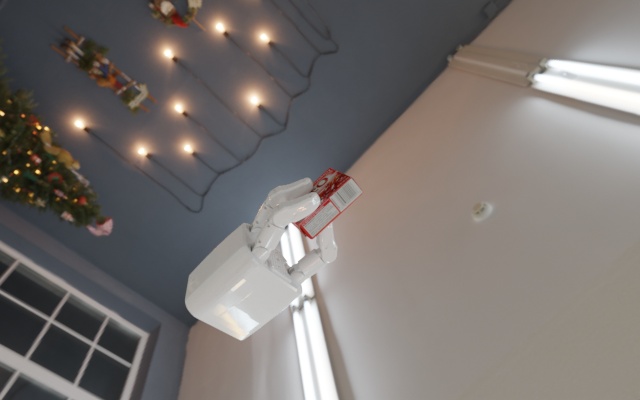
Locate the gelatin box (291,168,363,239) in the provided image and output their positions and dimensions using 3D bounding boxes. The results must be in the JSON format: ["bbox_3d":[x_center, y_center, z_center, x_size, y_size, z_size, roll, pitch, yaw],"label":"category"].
[{"bbox_3d":[0.001,0.002,0.599,0.089,0.030,0.073,-42,22,-7],"label":"gelatin box"}]
